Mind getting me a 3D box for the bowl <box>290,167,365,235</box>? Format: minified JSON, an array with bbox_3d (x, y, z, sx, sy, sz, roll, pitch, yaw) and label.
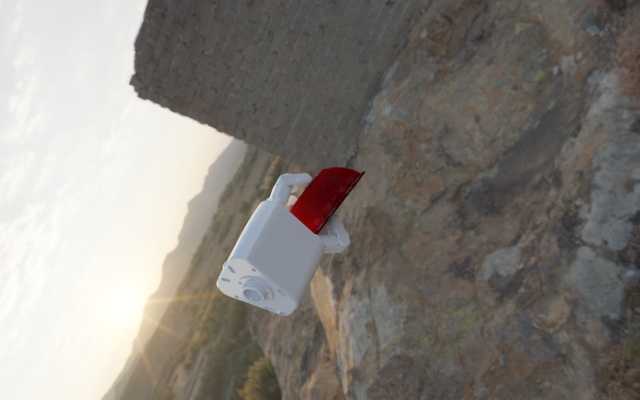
[{"bbox_3d":[0.000,0.002,0.746,0.055,0.162,0.162,38,3,4],"label":"bowl"}]
